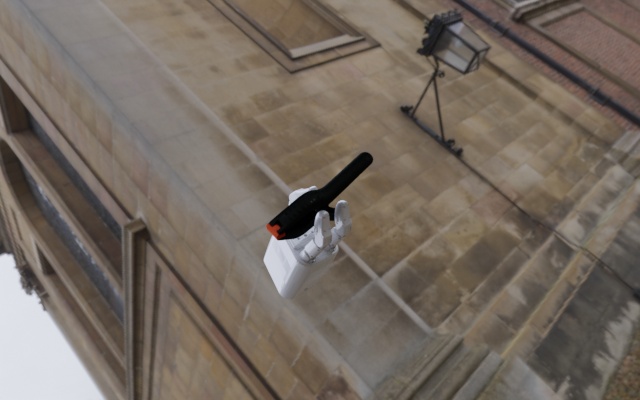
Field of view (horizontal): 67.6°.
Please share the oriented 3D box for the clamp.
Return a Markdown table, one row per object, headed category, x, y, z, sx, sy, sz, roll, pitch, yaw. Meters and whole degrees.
| category | x | y | z | sx | sy | sz | roll | pitch | yaw |
| --- | --- | --- | --- | --- | --- | --- | --- | --- | --- |
| clamp | -0.001 | 0.002 | 0.784 | 0.036 | 0.165 | 0.210 | 43 | 40 | 20 |
